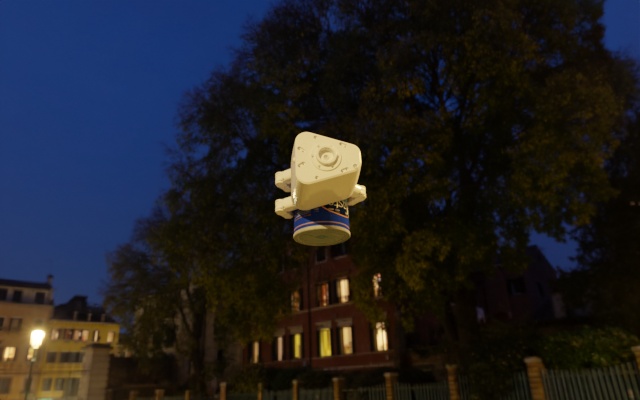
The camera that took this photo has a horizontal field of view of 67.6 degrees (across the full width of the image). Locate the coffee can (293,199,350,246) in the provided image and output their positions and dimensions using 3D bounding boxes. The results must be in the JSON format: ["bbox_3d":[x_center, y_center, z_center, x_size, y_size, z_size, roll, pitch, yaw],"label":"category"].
[{"bbox_3d":[0.000,0.003,0.887,0.103,0.140,0.103,-2,-22,-1],"label":"coffee can"}]
